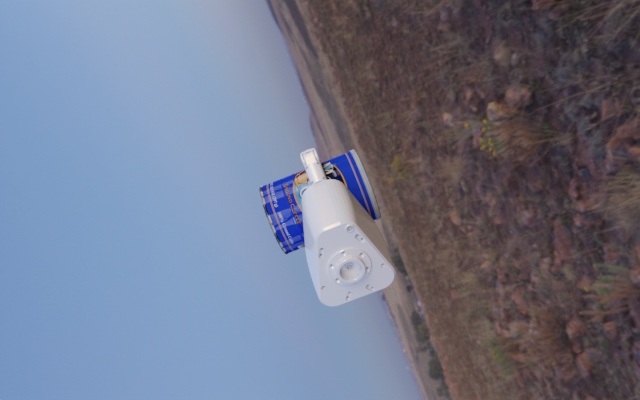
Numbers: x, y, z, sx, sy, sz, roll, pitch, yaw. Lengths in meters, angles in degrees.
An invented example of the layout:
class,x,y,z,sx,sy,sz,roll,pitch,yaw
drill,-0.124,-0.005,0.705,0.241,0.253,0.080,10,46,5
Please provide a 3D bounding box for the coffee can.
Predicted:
class,x,y,z,sx,sy,sz,roll,pitch,yaw
coffee can,0.000,0.002,0.661,0.140,0.103,0.103,-21,-1,2
